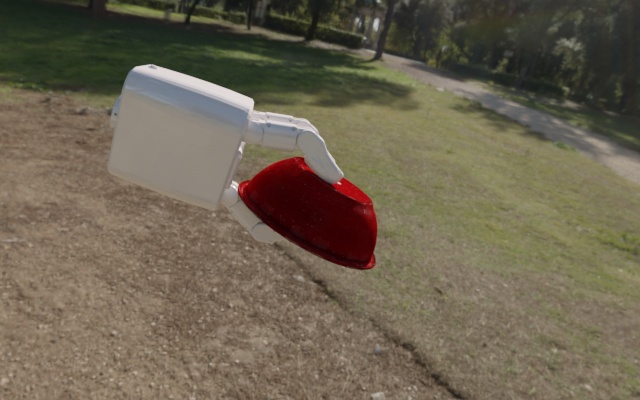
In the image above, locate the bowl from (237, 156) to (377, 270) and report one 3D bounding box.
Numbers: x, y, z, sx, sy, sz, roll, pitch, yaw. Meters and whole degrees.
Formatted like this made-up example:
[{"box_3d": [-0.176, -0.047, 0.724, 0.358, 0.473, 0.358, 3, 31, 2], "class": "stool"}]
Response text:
[{"box_3d": [0.001, 0.002, 0.486, 0.162, 0.055, 0.162, 29, 12, -7], "class": "bowl"}]
